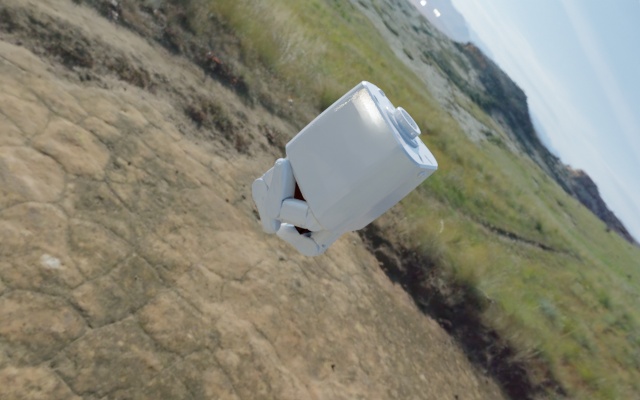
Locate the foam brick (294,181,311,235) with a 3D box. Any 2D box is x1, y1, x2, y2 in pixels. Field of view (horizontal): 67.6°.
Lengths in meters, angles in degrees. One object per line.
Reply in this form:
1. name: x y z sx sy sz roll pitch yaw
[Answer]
1. foam brick: 0.000 0.002 0.544 0.051 0.053 0.078 -39 -16 23
